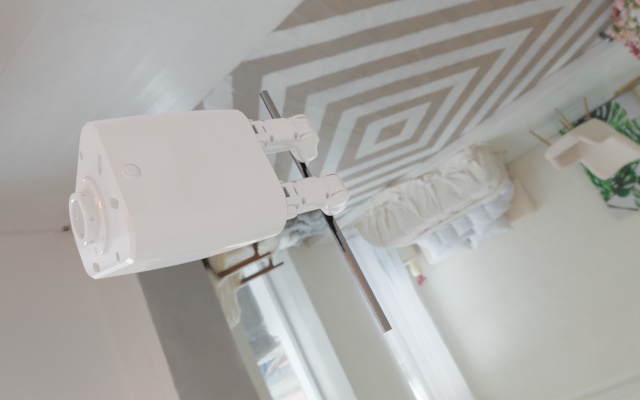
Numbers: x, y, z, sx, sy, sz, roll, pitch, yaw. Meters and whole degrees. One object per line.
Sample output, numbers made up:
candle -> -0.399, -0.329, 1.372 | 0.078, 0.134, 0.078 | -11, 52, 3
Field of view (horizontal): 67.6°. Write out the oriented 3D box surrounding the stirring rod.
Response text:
stirring rod -> 0.000, 0.001, 0.411 | 0.011, 0.239, 0.011 | -25, -17, -8
